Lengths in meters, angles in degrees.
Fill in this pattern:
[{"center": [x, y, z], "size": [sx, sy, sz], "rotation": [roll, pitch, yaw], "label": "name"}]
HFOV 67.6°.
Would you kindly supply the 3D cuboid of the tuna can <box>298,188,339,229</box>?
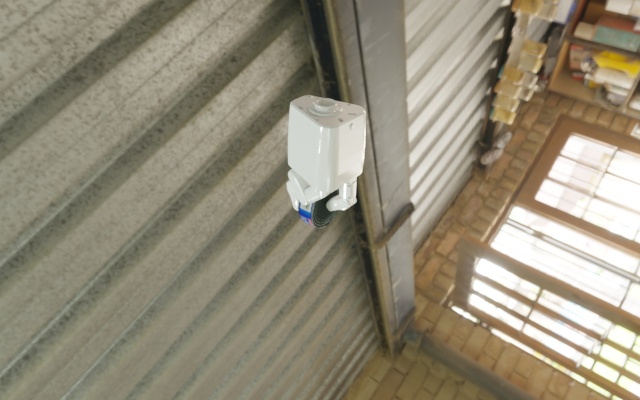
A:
[{"center": [0.000, 0.003, 0.822], "size": [0.033, 0.086, 0.086], "rotation": [23, 12, 31], "label": "tuna can"}]
